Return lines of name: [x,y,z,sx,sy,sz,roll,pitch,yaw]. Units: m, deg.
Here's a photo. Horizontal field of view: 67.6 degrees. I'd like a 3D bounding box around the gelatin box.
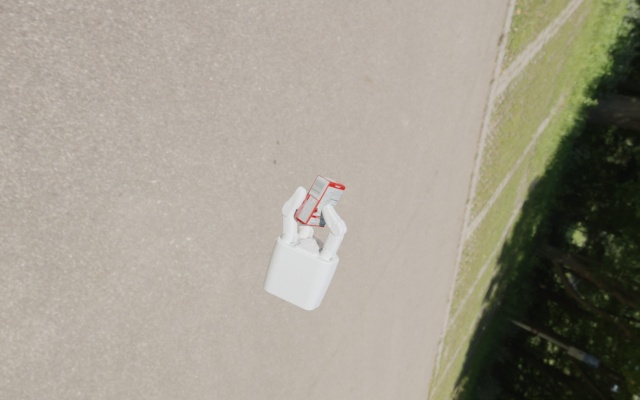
gelatin box: [0.001,0.003,0.851,0.030,0.089,0.073,34,10,25]
